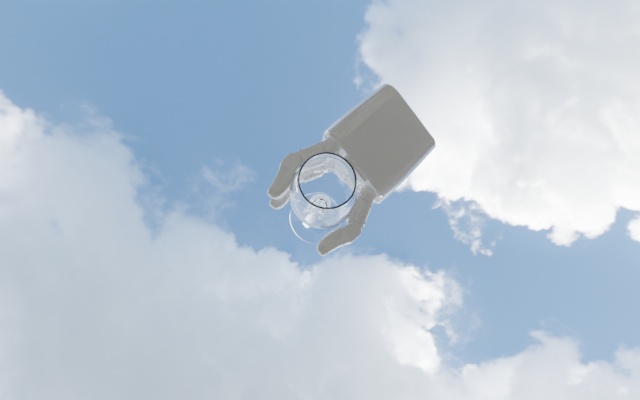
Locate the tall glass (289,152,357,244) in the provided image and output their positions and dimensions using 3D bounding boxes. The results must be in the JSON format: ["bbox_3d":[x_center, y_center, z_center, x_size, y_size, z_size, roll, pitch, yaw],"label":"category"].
[{"bbox_3d":[0.000,0.002,0.589,0.079,0.079,0.201,0,-13,-4],"label":"tall glass"}]
